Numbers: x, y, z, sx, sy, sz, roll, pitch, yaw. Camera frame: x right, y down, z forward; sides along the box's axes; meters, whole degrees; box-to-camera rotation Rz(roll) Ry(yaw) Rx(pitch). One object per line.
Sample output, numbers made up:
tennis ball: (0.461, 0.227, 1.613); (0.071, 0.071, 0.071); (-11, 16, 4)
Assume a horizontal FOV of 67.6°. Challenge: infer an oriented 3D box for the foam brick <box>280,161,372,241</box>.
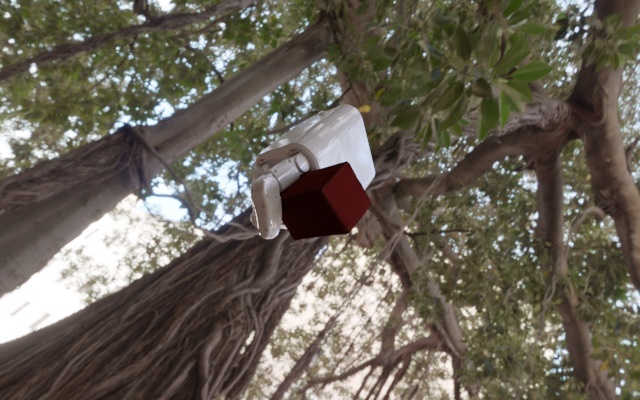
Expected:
foam brick: (0.000, 0.002, 0.472); (0.078, 0.053, 0.051); (-11, 27, 46)
